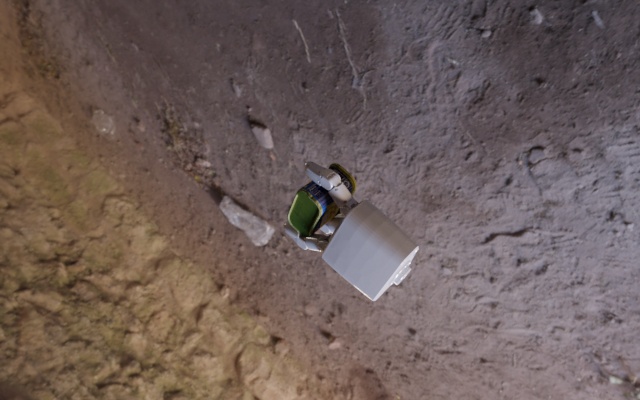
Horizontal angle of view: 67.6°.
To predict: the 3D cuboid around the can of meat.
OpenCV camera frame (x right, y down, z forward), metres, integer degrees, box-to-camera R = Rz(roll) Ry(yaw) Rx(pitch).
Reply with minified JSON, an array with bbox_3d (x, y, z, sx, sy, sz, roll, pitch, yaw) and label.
[{"bbox_3d":[0.000,0.003,0.753,0.084,0.057,0.102,-37,-17,-35],"label":"can of meat"}]
